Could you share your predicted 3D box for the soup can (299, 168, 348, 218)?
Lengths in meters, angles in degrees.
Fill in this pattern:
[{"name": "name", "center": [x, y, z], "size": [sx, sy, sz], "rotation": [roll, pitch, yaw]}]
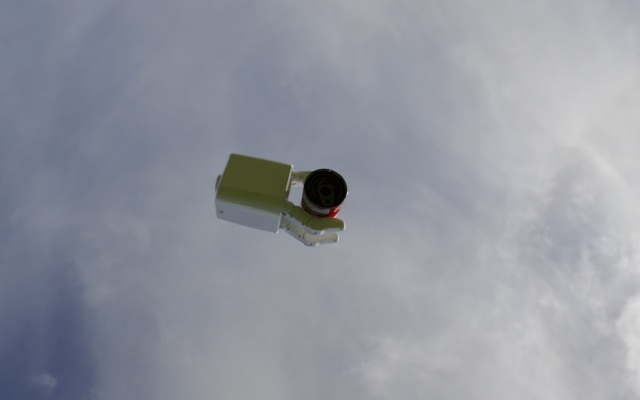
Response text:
[{"name": "soup can", "center": [0.001, 0.003, 0.770], "size": [0.068, 0.068, 0.102], "rotation": [0, -25, -10]}]
